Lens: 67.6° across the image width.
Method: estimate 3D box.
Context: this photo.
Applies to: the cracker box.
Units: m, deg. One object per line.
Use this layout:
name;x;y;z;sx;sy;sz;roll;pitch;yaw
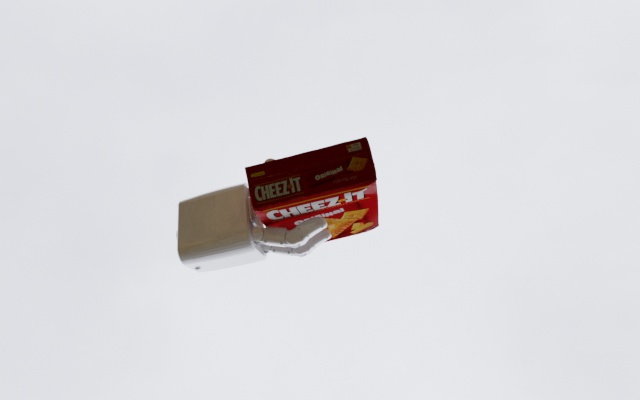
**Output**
cracker box;0.000;0.002;0.697;0.164;0.072;0.214;-14;-20;2
